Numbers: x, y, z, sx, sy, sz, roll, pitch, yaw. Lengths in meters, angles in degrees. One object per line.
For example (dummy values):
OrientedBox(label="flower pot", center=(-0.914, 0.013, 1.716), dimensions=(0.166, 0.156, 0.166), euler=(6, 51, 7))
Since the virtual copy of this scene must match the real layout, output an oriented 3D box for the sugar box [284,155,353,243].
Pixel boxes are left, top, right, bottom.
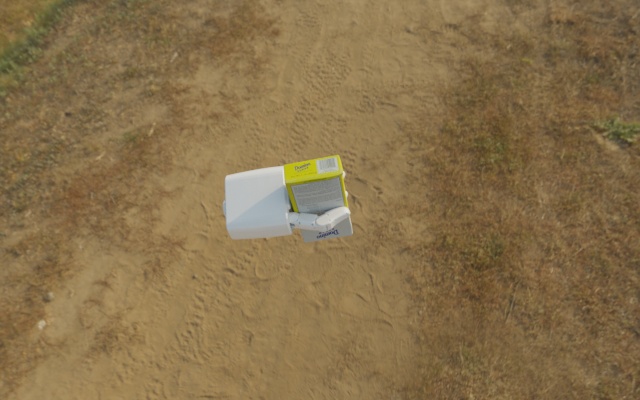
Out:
OrientedBox(label="sugar box", center=(0.000, 0.002, 0.814), dimensions=(0.093, 0.048, 0.176), euler=(-9, -36, 3))
